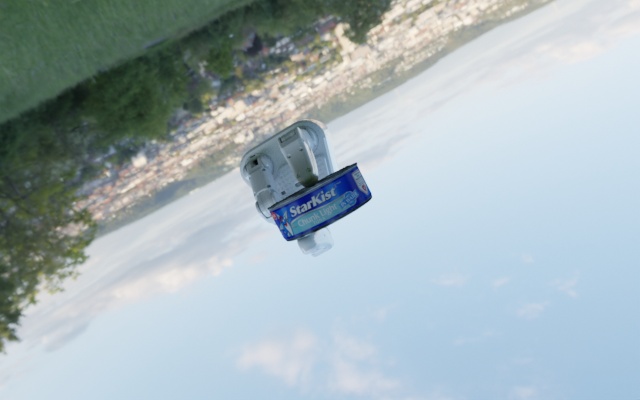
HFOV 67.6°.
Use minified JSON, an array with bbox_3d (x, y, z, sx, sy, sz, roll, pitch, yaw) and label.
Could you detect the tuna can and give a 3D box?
[{"bbox_3d":[0.000,0.002,0.408,0.086,0.034,0.086,-27,4,2],"label":"tuna can"}]
